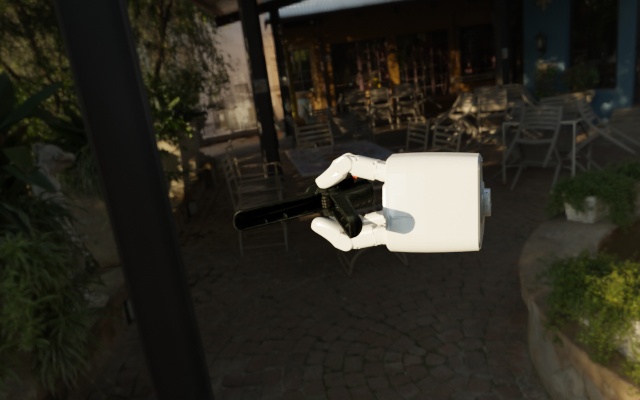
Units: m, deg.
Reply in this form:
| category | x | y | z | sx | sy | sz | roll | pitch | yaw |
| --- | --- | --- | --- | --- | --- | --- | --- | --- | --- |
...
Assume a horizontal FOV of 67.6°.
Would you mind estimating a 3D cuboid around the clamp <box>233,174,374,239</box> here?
| category | x | y | z | sx | sy | sz | roll | pitch | yaw |
| --- | --- | --- | --- | --- | --- | --- | --- | --- | --- |
| clamp | 0.000 | 0.001 | 0.614 | 0.164 | 0.036 | 0.210 | 1 | 17 | 22 |
